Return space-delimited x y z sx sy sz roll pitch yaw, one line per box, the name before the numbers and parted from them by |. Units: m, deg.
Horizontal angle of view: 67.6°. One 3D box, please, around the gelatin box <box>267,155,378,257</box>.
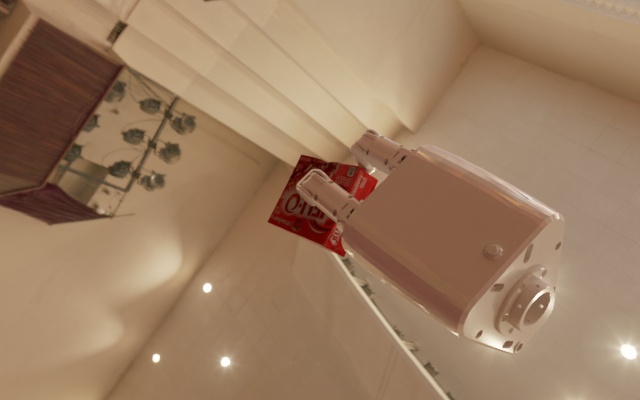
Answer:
gelatin box | 0.000 0.002 0.427 0.030 0.073 0.089 31 -8 -39
